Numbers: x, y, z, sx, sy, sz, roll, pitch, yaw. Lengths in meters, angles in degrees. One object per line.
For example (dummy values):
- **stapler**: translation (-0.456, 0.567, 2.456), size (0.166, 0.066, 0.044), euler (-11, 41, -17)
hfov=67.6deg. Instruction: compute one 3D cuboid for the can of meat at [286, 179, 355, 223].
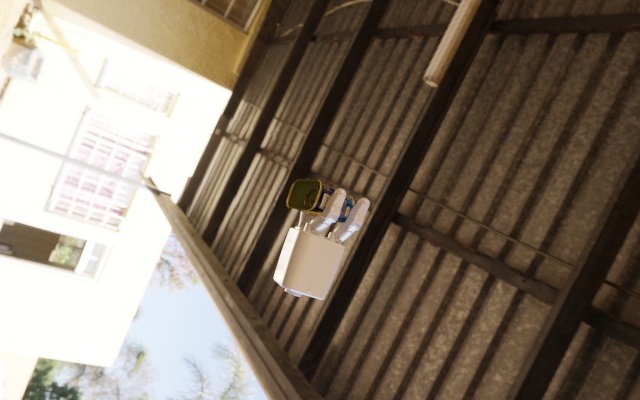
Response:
- **can of meat**: translation (0.000, 0.003, 0.874), size (0.084, 0.057, 0.102), euler (24, -10, -32)
